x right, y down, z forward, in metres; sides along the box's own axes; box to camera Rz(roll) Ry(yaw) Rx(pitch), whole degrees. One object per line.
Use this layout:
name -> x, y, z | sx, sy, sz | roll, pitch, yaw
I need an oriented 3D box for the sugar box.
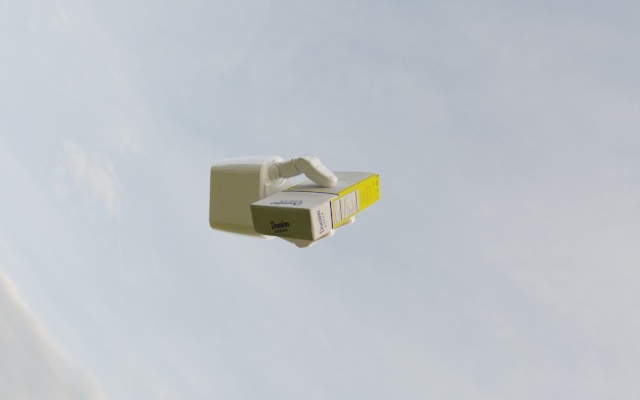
sugar box -> 0.000, 0.003, 0.630 | 0.093, 0.048, 0.176 | 4, 21, 34
